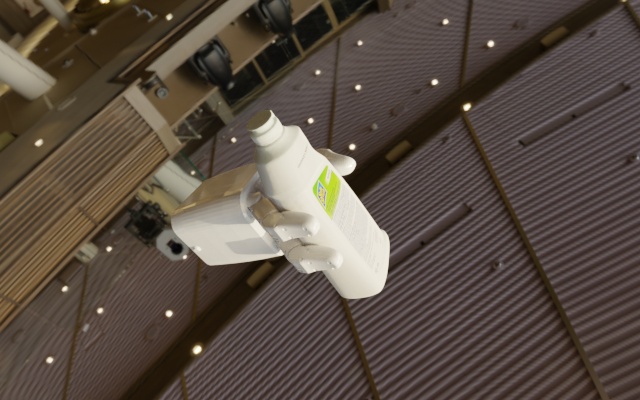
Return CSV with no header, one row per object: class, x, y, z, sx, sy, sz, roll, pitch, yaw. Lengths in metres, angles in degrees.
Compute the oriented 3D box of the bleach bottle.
bleach bottle,0.000,0.002,0.524,0.068,0.102,0.251,-14,-48,24
